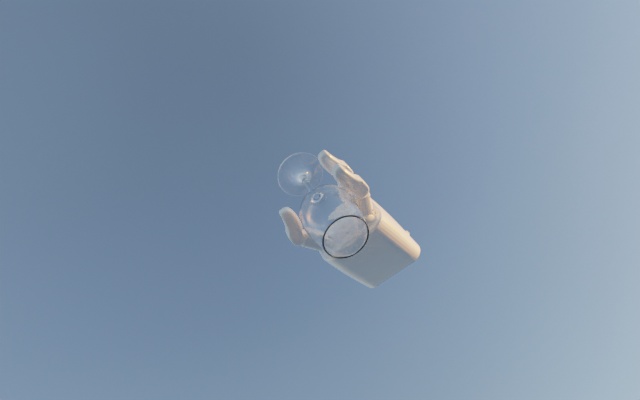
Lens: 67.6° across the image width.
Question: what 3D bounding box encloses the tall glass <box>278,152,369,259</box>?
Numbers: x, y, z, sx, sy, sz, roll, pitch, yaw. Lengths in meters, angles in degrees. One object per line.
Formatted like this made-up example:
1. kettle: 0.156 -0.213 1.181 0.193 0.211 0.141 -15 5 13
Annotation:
1. tall glass: 0.000 0.002 0.668 0.079 0.079 0.201 0 26 -20
